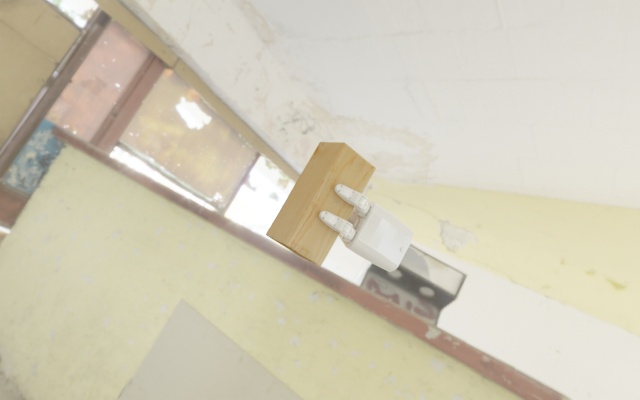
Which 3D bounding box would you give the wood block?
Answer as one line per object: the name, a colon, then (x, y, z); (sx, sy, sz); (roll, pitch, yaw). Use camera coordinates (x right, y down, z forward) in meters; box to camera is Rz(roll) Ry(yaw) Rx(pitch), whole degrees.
wood block: (0.000, 0.003, 0.877); (0.090, 0.206, 0.091); (35, -11, -28)
